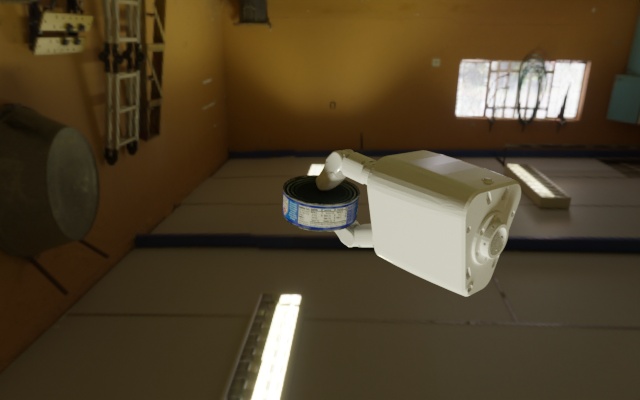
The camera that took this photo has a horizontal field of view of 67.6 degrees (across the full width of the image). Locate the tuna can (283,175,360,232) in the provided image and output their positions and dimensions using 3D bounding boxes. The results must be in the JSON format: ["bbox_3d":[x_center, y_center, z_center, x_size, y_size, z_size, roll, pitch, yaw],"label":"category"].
[{"bbox_3d":[0.000,0.002,0.535,0.086,0.034,0.086,4,23,-2],"label":"tuna can"}]
